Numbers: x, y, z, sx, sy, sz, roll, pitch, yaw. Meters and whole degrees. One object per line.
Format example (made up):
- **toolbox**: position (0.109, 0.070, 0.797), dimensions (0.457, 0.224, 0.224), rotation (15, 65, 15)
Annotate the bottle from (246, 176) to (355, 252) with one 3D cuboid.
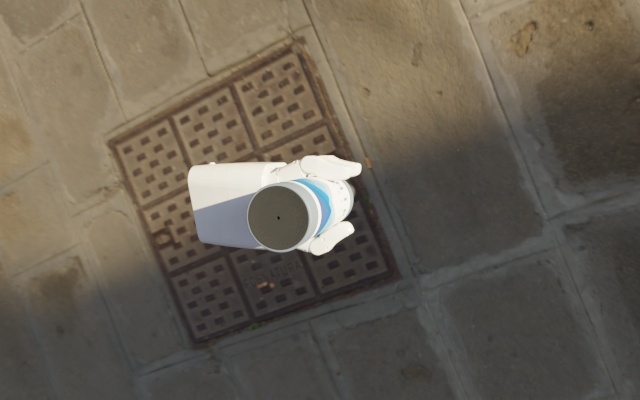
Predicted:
- **bottle**: position (0.000, 0.002, 0.592), dimensions (0.069, 0.069, 0.295), rotation (0, 6, 16)
